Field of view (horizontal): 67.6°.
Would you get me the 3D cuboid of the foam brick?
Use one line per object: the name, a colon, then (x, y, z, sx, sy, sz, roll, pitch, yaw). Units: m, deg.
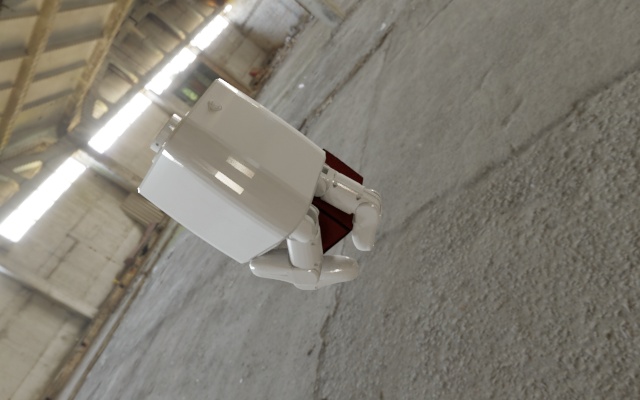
foam brick: (0.000, 0.001, 0.438, 0.051, 0.078, 0.053, 35, -51, -15)
